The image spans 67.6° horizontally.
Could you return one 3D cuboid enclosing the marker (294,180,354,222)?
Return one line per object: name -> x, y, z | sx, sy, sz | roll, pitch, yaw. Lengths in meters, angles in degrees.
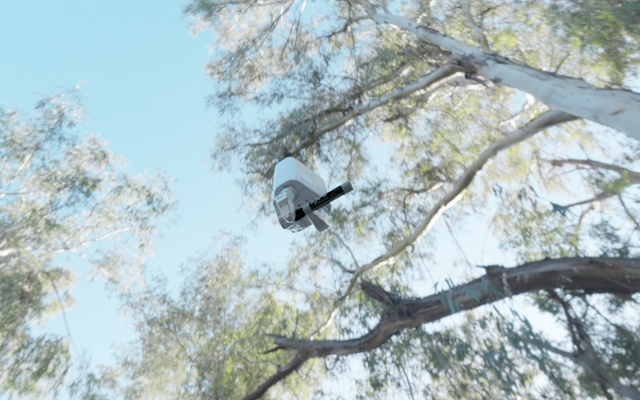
marker -> 0.000, 0.003, 0.815 | 0.121, 0.020, 0.020 | -29, -7, 12
